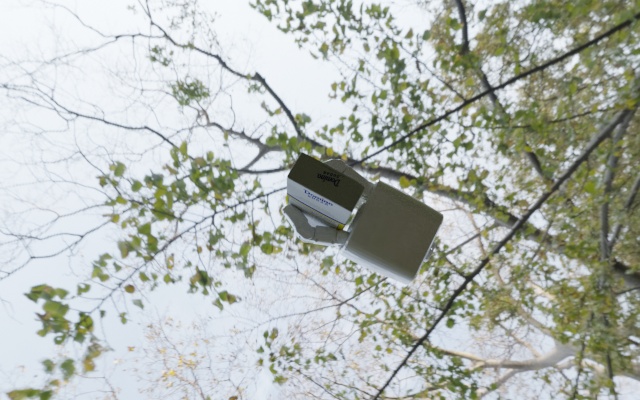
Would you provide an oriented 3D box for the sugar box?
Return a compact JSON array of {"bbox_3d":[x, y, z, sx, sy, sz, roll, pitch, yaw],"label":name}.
[{"bbox_3d":[0.000,0.002,0.661,0.093,0.048,0.176,29,-20,3],"label":"sugar box"}]
